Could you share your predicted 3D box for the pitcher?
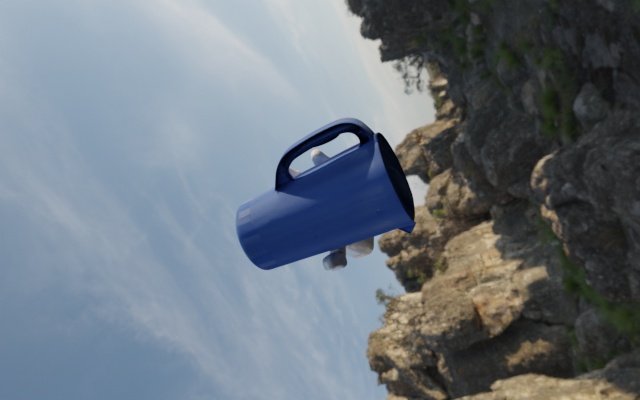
[{"bbox_3d":[0.000,0.002,0.672,0.243,0.149,0.145,-23,-22,18],"label":"pitcher"}]
